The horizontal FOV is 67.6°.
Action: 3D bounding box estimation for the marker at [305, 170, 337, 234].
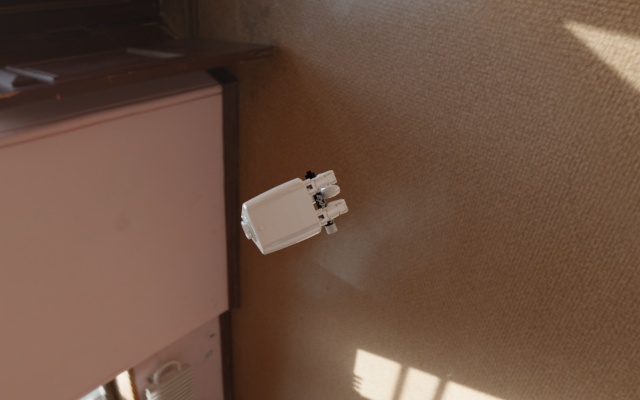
[{"bbox_3d":[0.000,0.003,0.869,0.020,0.121,0.020,-22,7,3],"label":"marker"}]
